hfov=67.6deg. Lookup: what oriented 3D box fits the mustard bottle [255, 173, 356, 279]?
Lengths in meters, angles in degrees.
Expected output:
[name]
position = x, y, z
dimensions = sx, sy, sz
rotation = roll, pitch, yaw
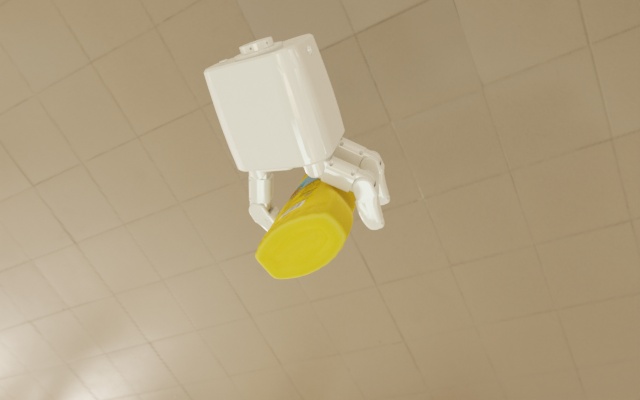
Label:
[mustard bottle]
position = 0.000, 0.002, 0.516
dimensions = 0.096, 0.058, 0.191
rotation = -34, 15, 26
